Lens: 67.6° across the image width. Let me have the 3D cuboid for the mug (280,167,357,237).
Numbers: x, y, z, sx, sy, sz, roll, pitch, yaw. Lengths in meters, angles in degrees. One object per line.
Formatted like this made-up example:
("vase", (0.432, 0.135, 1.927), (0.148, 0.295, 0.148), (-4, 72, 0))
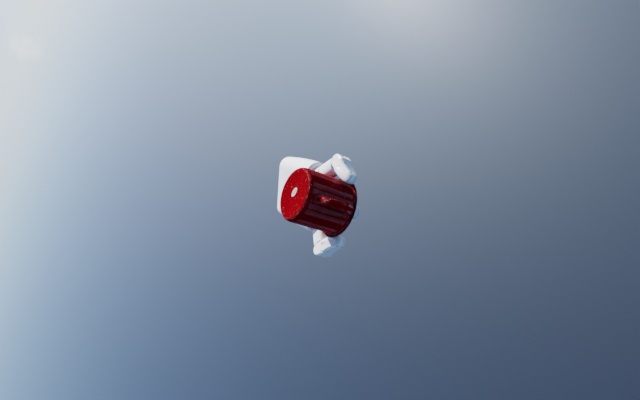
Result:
("mug", (0.001, 0.003, 0.693), (0.081, 0.093, 0.117), (18, 0, -33))
